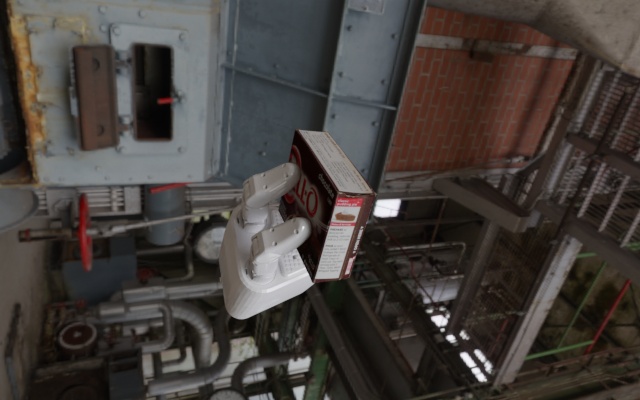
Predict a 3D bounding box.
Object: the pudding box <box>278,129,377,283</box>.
[{"bbox_3d":[0.000,0.001,0.419,0.039,0.090,0.113,-2,33,-24],"label":"pudding box"}]
